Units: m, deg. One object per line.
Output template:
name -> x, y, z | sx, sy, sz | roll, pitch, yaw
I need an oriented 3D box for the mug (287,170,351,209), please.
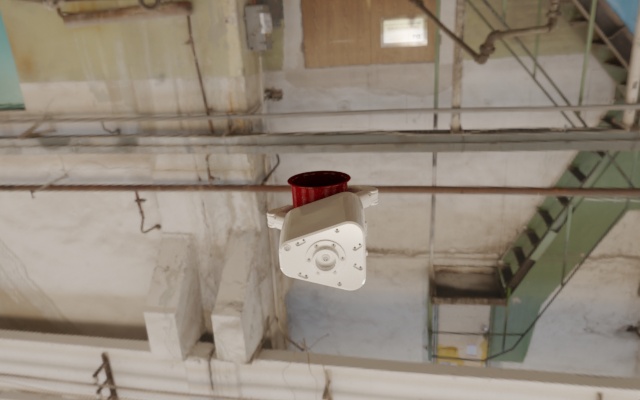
mug -> 0.000, 0.002, 0.720 | 0.093, 0.081, 0.117 | -3, 18, 1
